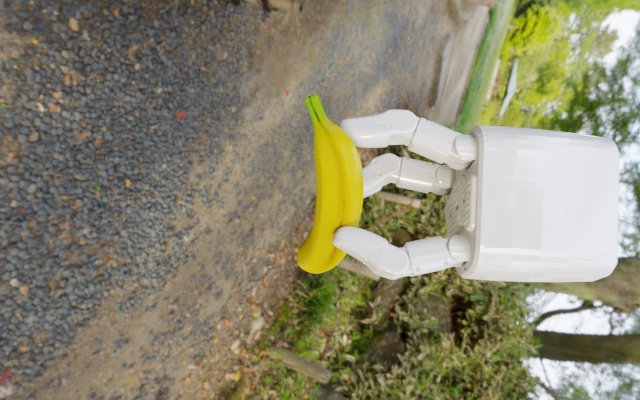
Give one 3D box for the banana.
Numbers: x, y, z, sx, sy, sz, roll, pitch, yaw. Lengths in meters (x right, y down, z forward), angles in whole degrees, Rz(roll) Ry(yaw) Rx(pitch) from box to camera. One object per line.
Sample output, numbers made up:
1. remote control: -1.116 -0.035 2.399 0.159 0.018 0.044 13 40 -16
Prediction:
1. banana: 0.006 0.011 0.405 0.037 0.198 0.069 -10 46 -17
